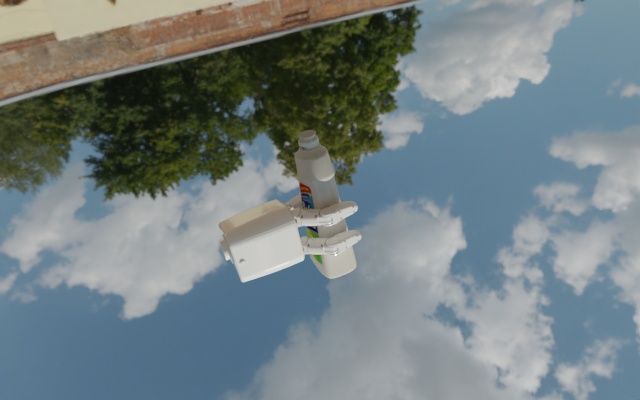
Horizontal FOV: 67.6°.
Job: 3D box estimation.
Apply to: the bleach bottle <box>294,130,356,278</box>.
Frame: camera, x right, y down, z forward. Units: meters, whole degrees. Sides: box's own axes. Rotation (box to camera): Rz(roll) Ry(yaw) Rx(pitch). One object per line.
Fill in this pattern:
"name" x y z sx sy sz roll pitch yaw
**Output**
"bleach bottle" 0.000 0.003 0.783 0.068 0.251 0.102 -21 31 -13
